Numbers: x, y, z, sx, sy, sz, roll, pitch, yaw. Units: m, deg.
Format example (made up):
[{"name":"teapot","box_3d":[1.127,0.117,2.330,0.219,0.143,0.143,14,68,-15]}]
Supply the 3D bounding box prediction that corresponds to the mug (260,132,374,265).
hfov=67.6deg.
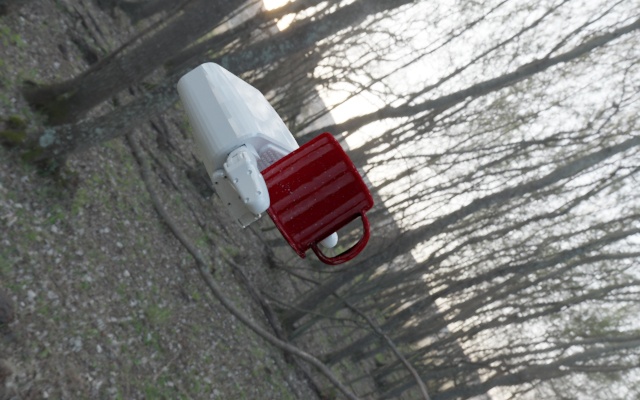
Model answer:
[{"name":"mug","box_3d":[0.001,0.002,0.426,0.081,0.117,0.093,-33,-24,1]}]
